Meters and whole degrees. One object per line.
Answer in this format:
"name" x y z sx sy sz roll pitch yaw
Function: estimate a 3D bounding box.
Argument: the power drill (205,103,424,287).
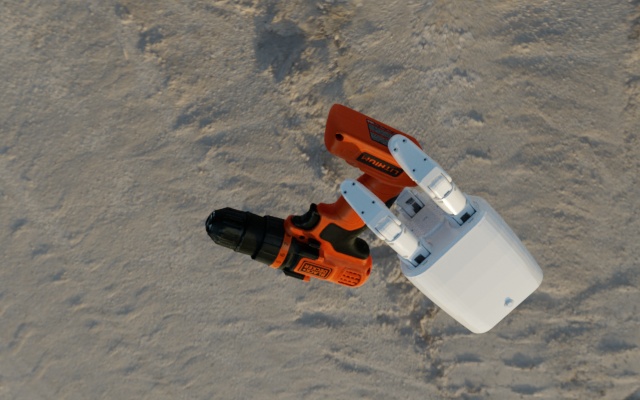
"power drill" 0.001 0.001 0.466 0.184 0.188 0.057 19 38 -21
